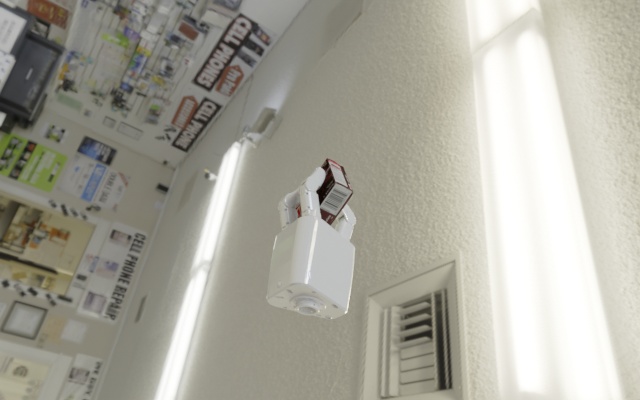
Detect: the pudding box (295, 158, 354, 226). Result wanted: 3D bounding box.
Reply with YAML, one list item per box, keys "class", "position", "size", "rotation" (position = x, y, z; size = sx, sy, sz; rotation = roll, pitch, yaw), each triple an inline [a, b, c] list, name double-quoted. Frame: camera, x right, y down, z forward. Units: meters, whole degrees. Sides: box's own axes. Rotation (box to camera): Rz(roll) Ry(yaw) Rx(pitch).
- class: "pudding box"
  position: [0.000, 0.003, 0.746]
  size: [0.039, 0.113, 0.090]
  rotation: [28, 21, -23]
